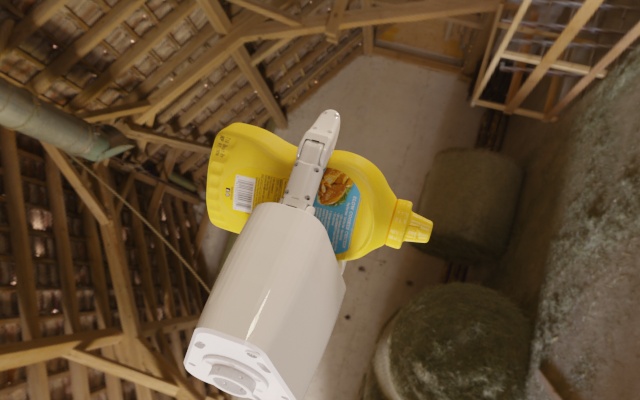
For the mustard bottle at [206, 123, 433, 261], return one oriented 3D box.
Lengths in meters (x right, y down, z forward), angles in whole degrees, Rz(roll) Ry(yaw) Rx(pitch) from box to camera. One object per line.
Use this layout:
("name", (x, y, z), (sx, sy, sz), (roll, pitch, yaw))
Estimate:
("mustard bottle", (0.000, 0.001, 0.411), (0.191, 0.096, 0.058), (16, 26, 10))
